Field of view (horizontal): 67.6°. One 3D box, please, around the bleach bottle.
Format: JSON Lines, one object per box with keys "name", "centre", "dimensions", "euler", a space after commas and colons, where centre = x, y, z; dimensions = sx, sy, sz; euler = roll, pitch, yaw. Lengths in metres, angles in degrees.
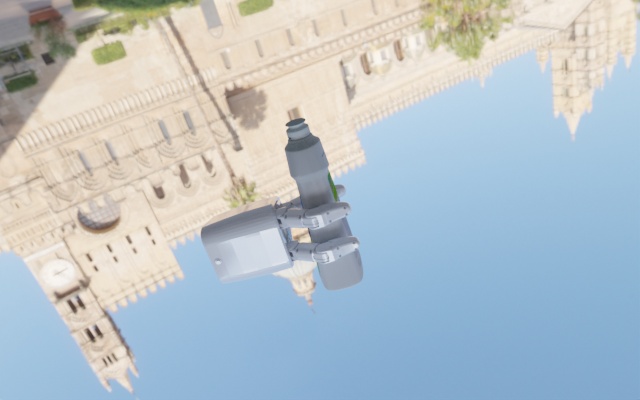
{"name": "bleach bottle", "centre": [0.000, 0.002, 0.680], "dimensions": [0.068, 0.251, 0.102], "euler": [-16, 26, 3]}
